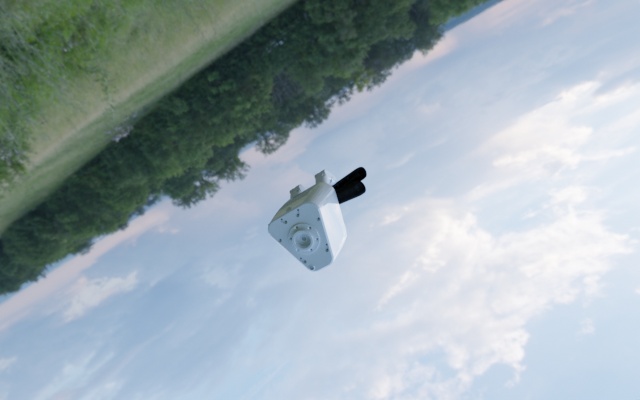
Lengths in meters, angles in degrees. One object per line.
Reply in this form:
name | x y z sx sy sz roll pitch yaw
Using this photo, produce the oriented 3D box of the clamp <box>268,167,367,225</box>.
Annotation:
clamp | 0.000 0.004 0.881 0.210 0.036 0.164 -29 7 19
